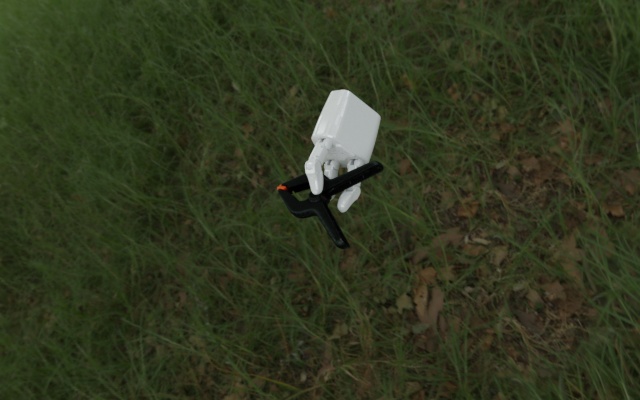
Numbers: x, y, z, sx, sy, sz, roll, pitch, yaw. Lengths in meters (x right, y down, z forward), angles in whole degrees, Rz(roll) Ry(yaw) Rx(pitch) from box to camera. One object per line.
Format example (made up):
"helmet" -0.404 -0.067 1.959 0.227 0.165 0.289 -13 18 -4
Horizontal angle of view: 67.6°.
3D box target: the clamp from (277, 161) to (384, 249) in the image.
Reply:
"clamp" -0.001 0.002 0.854 0.210 0.164 0.036 3 -27 38
